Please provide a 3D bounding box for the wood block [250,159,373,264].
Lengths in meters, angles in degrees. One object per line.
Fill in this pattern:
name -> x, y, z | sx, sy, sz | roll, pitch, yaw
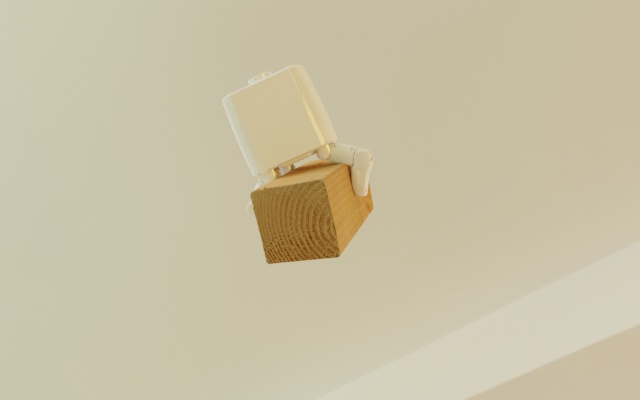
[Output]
wood block -> 0.000, 0.002, 0.618 | 0.091, 0.090, 0.206 | -9, 11, 19
